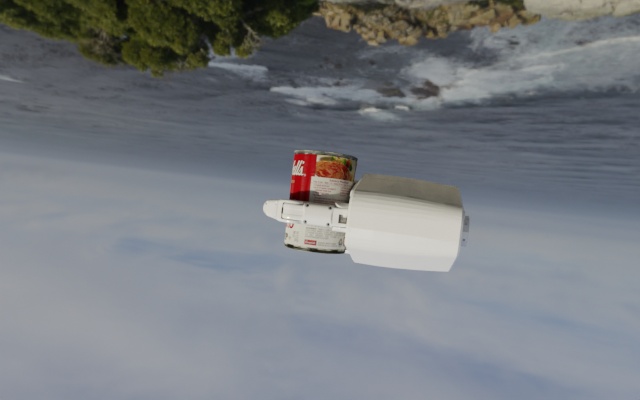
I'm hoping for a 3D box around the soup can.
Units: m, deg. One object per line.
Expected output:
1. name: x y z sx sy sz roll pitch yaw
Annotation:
1. soup can: 0.000 0.002 0.508 0.068 0.102 0.068 7 0 0
